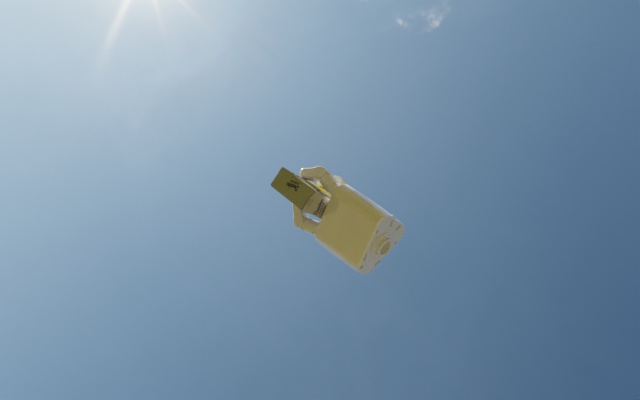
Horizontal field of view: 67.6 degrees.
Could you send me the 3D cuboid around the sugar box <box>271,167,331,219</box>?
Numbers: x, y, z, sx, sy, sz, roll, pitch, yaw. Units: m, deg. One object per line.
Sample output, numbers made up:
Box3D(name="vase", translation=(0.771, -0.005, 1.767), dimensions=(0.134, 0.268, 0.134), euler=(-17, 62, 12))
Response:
Box3D(name="sugar box", translation=(0.001, 0.002, 0.860), dimensions=(0.093, 0.048, 0.176), euler=(37, 4, 37))
